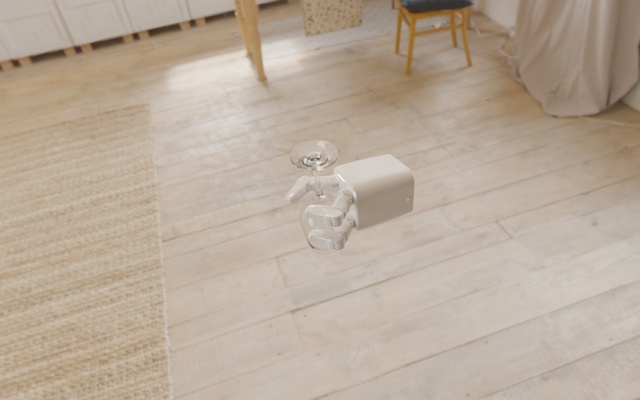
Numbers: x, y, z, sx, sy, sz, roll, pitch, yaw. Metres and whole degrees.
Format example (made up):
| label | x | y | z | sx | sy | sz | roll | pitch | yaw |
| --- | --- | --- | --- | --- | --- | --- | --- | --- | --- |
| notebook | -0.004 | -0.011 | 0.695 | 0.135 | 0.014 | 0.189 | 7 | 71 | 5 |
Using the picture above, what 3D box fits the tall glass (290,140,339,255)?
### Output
| label | x | y | z | sx | sy | sz | roll | pitch | yaw |
| --- | --- | --- | --- | --- | --- | --- | --- | --- | --- |
| tall glass | 0.000 | 0.002 | 0.789 | 0.079 | 0.201 | 0.079 | -4 | 43 | 3 |
